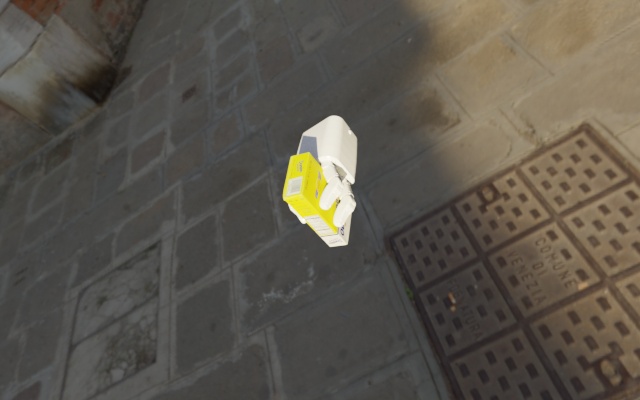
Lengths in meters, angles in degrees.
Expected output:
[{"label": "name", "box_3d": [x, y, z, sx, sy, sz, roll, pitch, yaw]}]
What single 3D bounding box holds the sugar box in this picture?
[{"label": "sugar box", "box_3d": [0.001, 0.003, 0.868, 0.048, 0.093, 0.176, -11, -37, 30]}]
